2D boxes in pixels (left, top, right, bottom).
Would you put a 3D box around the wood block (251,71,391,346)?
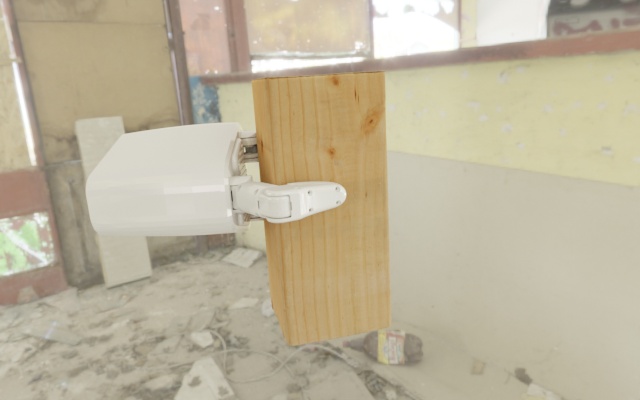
[{"bbox_3d":[0.000,0.001,0.401,0.090,0.206,0.091,-7,14,-14],"label":"wood block"}]
